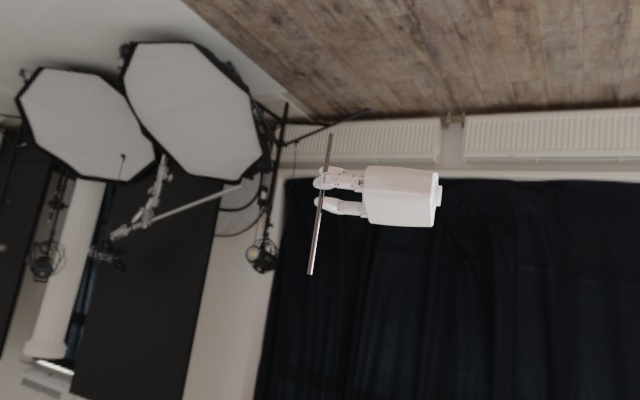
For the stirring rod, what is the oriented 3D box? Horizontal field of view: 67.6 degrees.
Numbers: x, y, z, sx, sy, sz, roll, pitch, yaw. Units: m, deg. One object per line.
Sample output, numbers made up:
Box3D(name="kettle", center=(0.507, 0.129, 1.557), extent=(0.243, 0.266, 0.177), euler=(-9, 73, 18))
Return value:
Box3D(name="stirring rod", center=(0.000, 0.002, 0.794), extent=(0.011, 0.239, 0.011), euler=(8, -11, 2))
